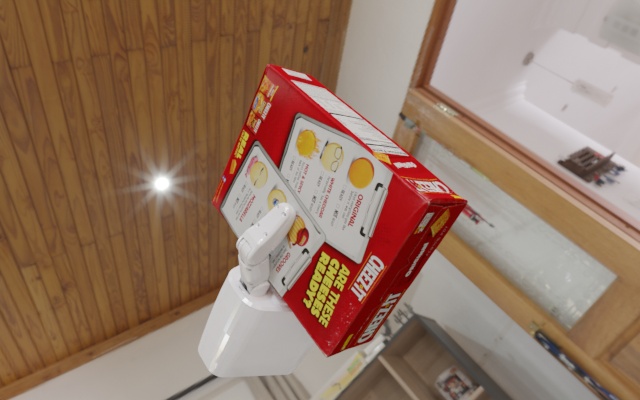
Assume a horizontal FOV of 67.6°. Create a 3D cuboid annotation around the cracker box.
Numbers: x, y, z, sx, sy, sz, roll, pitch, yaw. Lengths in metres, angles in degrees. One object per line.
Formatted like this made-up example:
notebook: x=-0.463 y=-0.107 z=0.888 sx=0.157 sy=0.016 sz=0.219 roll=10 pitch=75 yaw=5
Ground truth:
cracker box: x=0.000 y=0.001 z=0.437 sx=0.072 sy=0.164 sz=0.213 roll=-2 pitch=39 yaw=-46
